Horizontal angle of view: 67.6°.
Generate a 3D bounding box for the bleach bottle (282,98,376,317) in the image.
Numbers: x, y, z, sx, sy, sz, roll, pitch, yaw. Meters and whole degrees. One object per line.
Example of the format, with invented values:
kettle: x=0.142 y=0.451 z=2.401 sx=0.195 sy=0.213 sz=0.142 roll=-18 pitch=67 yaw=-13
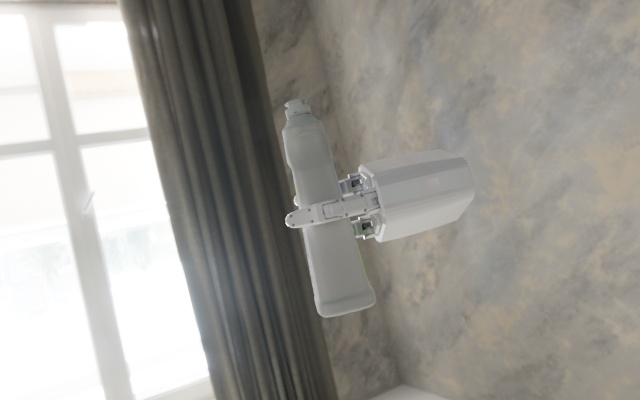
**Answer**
bleach bottle: x=0.000 y=0.002 z=0.563 sx=0.068 sy=0.251 sz=0.102 roll=-14 pitch=-3 yaw=-3
